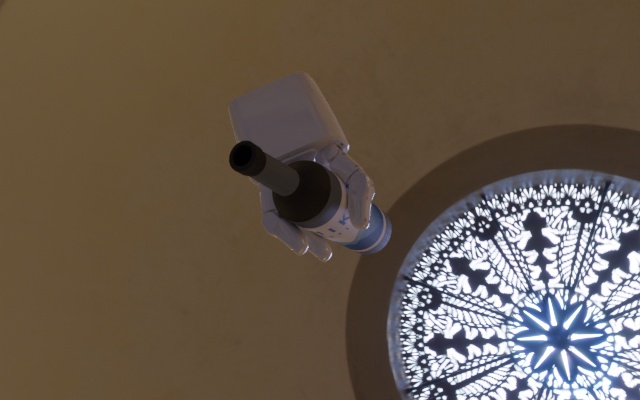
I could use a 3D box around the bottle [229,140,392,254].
[{"bbox_3d":[0.000,0.002,0.517,0.069,0.069,0.296,0,-15,27],"label":"bottle"}]
